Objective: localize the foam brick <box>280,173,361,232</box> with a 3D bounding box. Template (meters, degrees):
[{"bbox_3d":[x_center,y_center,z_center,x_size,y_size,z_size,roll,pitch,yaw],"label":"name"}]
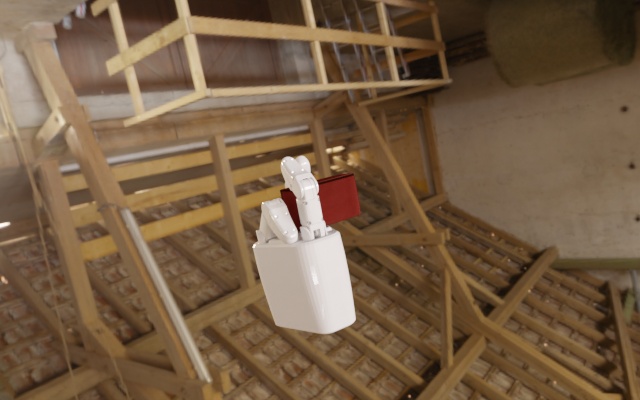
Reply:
[{"bbox_3d":[0.000,0.002,0.569,0.078,0.051,0.053,-16,6,-26],"label":"foam brick"}]
